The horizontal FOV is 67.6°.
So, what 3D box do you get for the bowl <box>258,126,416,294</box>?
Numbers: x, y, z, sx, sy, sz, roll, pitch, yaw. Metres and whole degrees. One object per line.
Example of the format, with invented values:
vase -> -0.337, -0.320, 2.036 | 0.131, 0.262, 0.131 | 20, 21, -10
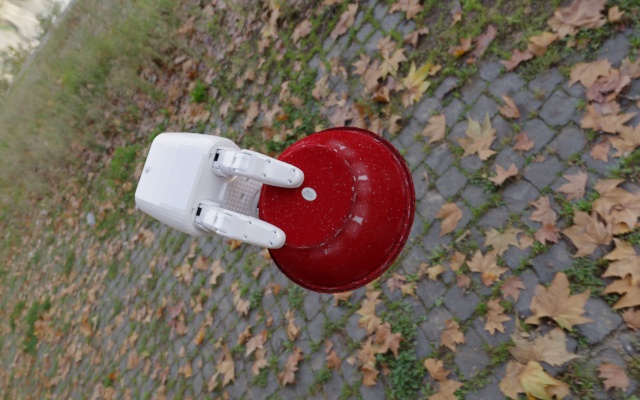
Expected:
bowl -> 0.001, 0.001, 0.431 | 0.162, 0.162, 0.055 | 0, -12, 27
